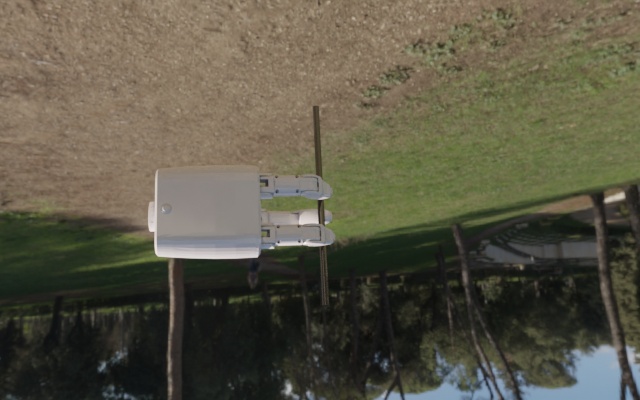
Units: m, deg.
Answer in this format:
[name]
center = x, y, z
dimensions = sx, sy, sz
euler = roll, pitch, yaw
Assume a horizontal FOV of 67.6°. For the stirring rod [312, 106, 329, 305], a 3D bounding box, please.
[stirring rod]
center = 0.000, 0.002, 0.570
dimensions = 0.011, 0.239, 0.011
euler = -3, -10, -1
